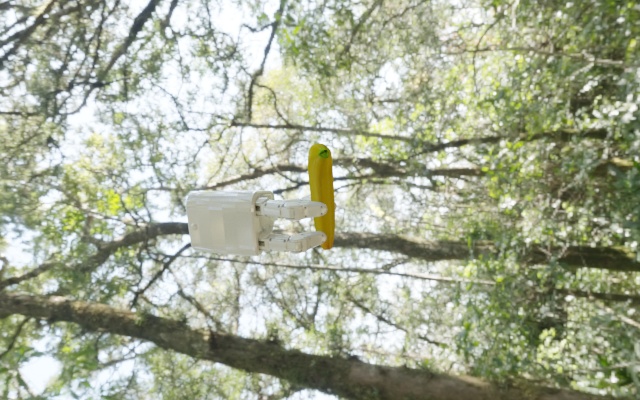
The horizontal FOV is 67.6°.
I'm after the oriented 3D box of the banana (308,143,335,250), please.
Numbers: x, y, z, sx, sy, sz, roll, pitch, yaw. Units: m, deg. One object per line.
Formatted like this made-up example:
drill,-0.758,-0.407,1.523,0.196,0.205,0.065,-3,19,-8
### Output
banana,0.001,-0.013,0.702,0.037,0.198,0.069,0,44,5
